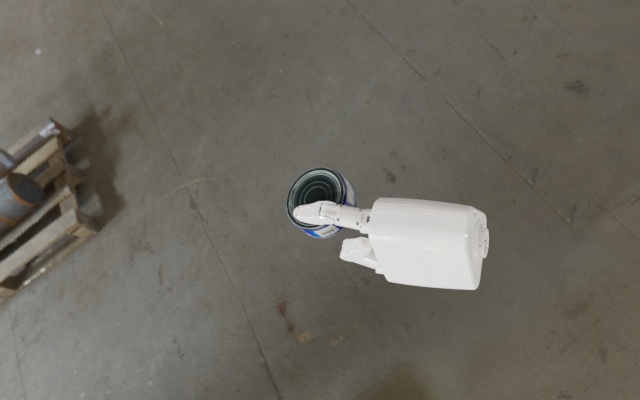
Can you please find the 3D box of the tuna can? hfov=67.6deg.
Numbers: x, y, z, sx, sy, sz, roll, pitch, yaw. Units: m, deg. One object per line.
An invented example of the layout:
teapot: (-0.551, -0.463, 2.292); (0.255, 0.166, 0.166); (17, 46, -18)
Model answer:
tuna can: (0.000, 0.002, 0.598); (0.086, 0.086, 0.034); (0, -21, 30)
